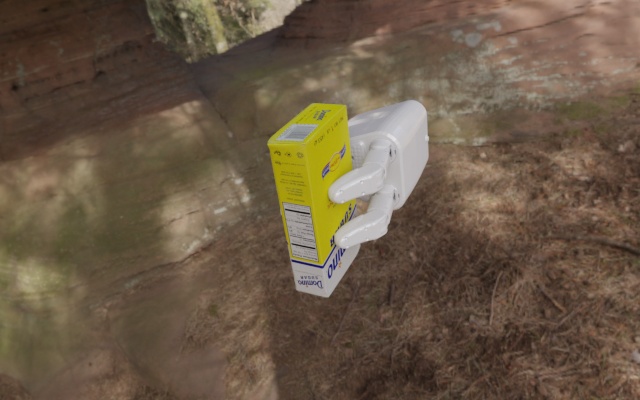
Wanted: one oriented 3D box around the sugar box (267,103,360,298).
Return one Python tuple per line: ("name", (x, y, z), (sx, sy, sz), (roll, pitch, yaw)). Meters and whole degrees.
("sugar box", (0.001, 0.001, 0.484), (0.048, 0.176, 0.093), (7, 35, 28))
